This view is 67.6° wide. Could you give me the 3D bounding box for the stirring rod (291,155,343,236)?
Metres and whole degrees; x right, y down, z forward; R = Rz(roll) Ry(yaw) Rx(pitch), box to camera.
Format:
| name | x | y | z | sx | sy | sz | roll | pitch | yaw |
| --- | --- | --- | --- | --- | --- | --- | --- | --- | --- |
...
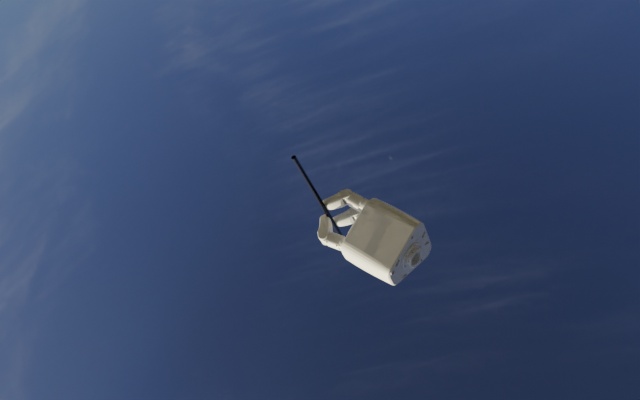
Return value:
| name | x | y | z | sx | sy | sz | roll | pitch | yaw |
| --- | --- | --- | --- | --- | --- | --- | --- | --- | --- |
| stirring rod | 0.000 | 0.003 | 0.849 | 0.011 | 0.011 | 0.240 | 0 | -37 | 27 |
